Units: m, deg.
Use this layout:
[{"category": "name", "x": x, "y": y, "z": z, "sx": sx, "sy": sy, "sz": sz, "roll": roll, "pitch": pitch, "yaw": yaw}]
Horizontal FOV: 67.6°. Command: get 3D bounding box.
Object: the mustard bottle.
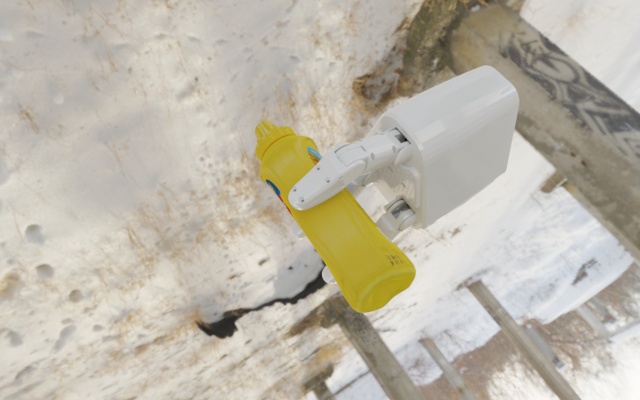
[{"category": "mustard bottle", "x": 0.000, "y": 0.002, "z": 0.404, "sx": 0.058, "sy": 0.191, "sz": 0.096, "roll": -39, "pitch": -23, "yaw": 5}]
